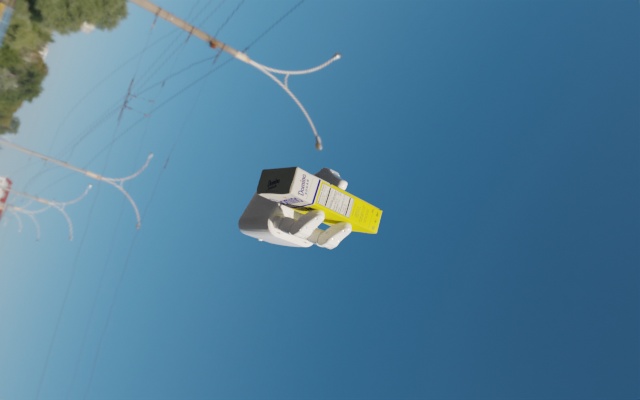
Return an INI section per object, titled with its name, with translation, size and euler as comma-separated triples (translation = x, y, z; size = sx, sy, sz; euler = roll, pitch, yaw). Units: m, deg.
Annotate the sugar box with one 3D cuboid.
[sugar box]
translation = 0.000, 0.003, 0.720
size = 0.176, 0.048, 0.093
euler = 22, -13, -36
